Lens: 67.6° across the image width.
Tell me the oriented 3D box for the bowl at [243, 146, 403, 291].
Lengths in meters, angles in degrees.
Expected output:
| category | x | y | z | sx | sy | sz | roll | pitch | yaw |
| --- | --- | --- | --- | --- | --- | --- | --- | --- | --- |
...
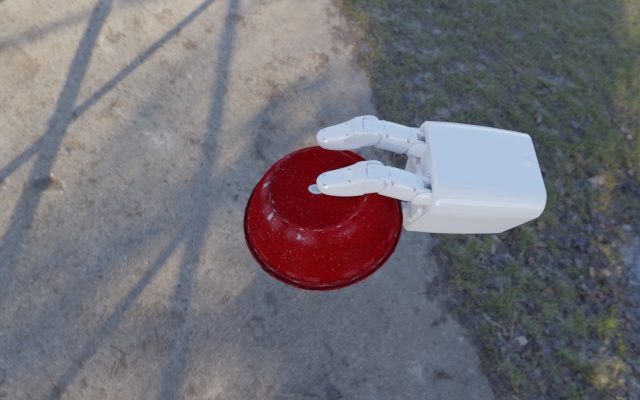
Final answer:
| category | x | y | z | sx | sy | sz | roll | pitch | yaw |
| --- | --- | --- | --- | --- | --- | --- | --- | --- | --- |
| bowl | -0.001 | 0.002 | 0.459 | 0.162 | 0.162 | 0.055 | 0 | -32 | 5 |
